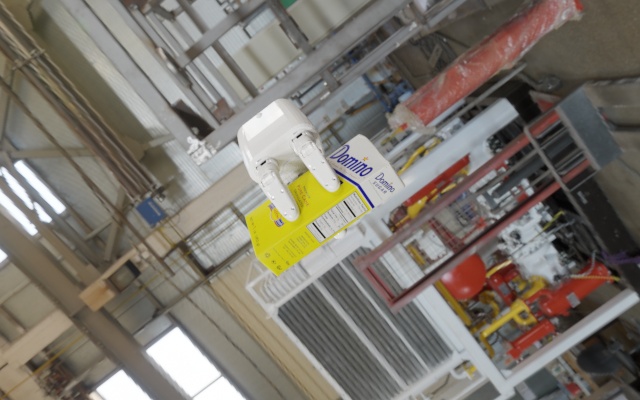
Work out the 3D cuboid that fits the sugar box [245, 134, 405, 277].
[{"bbox_3d":[0.000,0.001,0.550,0.176,0.048,0.093,-38,33,5],"label":"sugar box"}]
